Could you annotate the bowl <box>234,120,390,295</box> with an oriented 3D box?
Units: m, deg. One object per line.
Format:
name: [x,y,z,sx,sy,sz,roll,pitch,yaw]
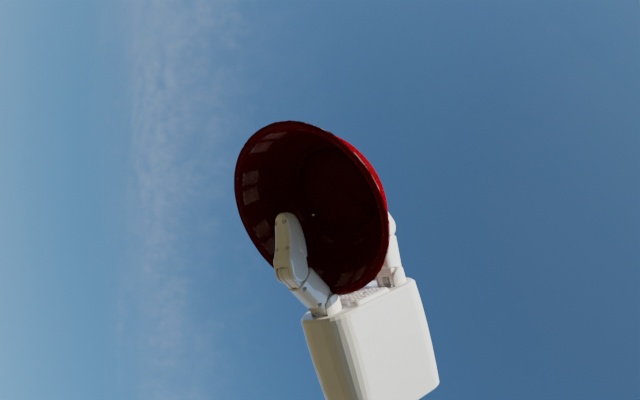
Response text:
bowl: [0.000,0.000,0.427,0.162,0.162,0.055,0,23,37]
